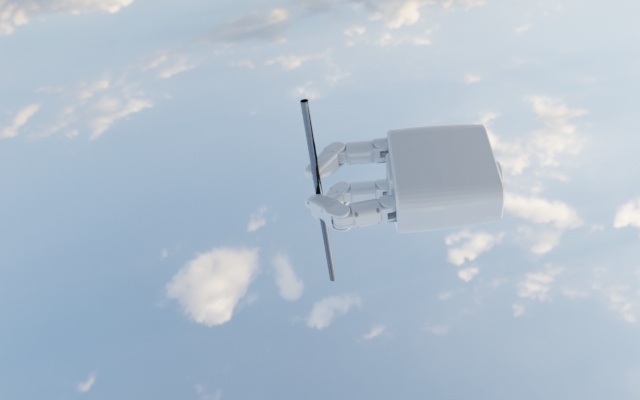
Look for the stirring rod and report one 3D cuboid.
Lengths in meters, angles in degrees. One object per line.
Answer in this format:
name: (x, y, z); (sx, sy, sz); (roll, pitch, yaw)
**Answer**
stirring rod: (0.000, 0.002, 0.521); (0.011, 0.240, 0.011); (-6, 37, 4)
